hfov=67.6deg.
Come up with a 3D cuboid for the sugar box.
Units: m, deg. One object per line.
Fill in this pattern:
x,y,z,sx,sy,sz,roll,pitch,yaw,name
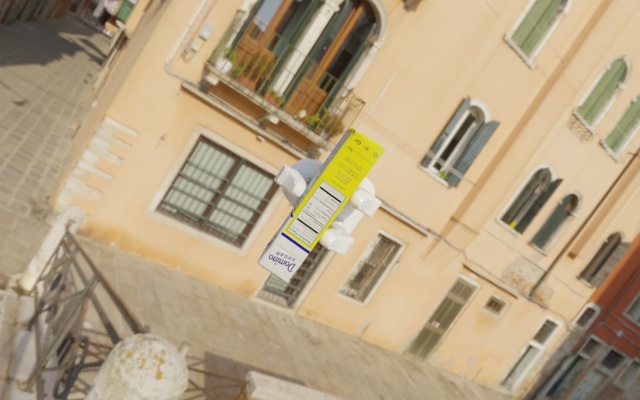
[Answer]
0.001,0.002,0.537,0.048,0.176,0.093,33,7,-4,sugar box
